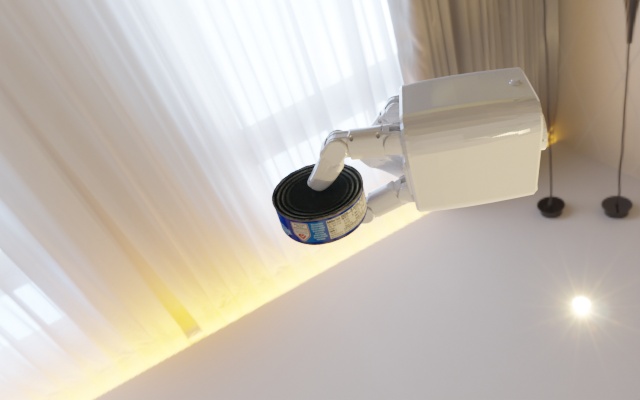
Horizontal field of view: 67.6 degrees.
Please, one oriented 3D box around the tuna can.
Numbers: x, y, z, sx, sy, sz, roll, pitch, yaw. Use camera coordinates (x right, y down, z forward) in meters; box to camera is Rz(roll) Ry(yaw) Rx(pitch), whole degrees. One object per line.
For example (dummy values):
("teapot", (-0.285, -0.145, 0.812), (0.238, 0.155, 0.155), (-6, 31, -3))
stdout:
("tuna can", (0.000, 0.002, 0.447), (0.086, 0.034, 0.086), (-10, 37, 8))
